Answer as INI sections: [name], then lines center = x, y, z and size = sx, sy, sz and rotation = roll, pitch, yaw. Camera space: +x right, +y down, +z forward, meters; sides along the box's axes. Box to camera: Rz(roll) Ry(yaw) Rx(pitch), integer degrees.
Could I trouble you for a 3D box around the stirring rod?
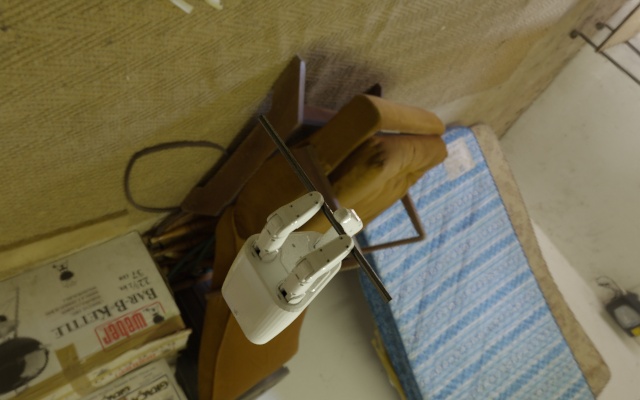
[stirring rod]
center = 0.000, 0.002, 0.490
size = 0.011, 0.239, 0.011
rotation = -31, -19, -12
